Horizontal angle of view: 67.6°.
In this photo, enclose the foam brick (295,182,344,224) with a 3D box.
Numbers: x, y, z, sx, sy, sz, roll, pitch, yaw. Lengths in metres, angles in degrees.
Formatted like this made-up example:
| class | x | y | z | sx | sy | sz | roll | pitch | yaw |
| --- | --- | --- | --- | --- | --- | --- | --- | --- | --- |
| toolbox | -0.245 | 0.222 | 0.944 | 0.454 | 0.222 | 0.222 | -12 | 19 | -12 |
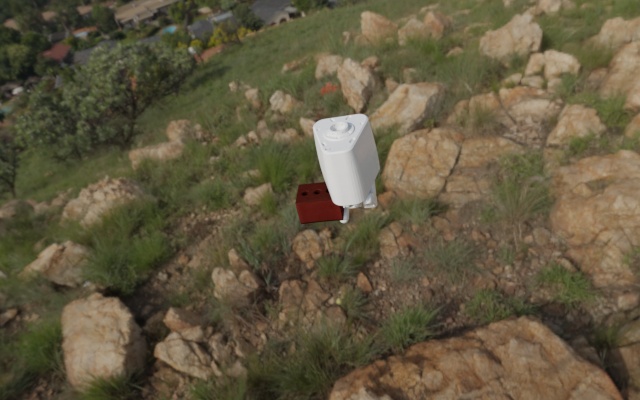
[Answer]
| class | x | y | z | sx | sy | sz | roll | pitch | yaw |
| --- | --- | --- | --- | --- | --- | --- | --- | --- | --- |
| foam brick | 0.000 | 0.003 | 0.837 | 0.078 | 0.051 | 0.053 | -7 | 41 | 12 |
